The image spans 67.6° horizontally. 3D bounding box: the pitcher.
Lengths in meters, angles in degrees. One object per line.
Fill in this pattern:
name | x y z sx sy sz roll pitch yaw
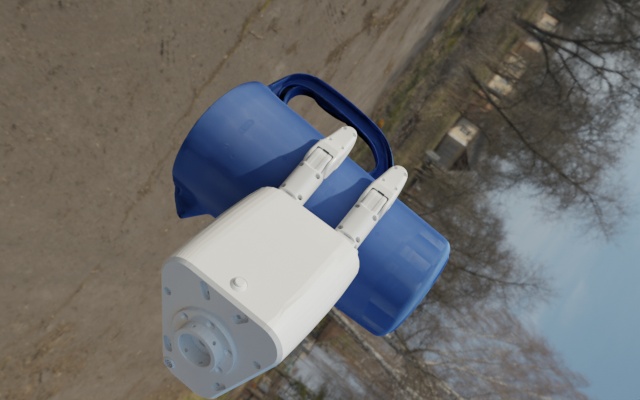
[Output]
pitcher | 0.000 0.002 0.447 0.243 0.149 0.145 38 35 9
